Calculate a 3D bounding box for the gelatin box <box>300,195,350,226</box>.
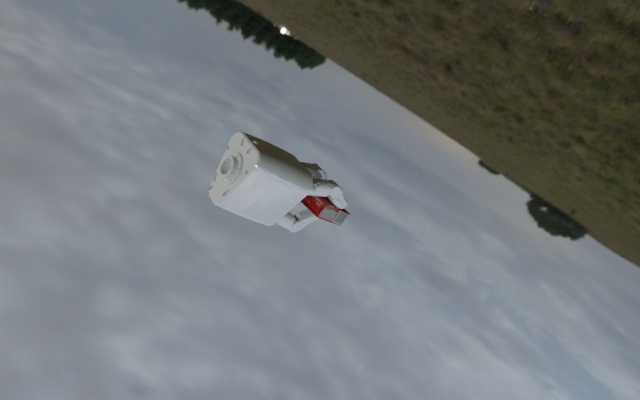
[{"bbox_3d":[0.000,0.003,0.799,0.073,0.030,0.089,44,11,31],"label":"gelatin box"}]
